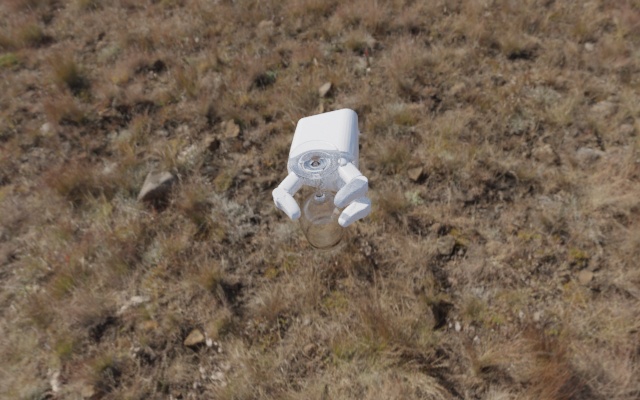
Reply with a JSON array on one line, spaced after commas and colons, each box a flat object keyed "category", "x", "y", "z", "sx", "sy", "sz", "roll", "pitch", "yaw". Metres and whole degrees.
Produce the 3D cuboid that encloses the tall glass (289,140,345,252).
[{"category": "tall glass", "x": 0.000, "y": 0.002, "z": 0.746, "sx": 0.079, "sy": 0.079, "sz": 0.201, "roll": 0, "pitch": -38, "yaw": 6}]
